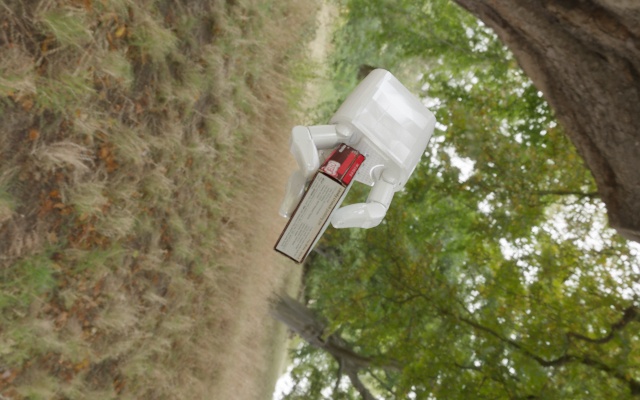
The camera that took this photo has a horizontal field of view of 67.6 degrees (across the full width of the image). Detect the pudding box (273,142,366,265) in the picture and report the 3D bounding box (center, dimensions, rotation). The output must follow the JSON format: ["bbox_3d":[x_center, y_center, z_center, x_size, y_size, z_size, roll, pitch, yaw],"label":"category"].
[{"bbox_3d":[0.000,0.002,0.515,0.039,0.113,0.090,31,29,4],"label":"pudding box"}]
